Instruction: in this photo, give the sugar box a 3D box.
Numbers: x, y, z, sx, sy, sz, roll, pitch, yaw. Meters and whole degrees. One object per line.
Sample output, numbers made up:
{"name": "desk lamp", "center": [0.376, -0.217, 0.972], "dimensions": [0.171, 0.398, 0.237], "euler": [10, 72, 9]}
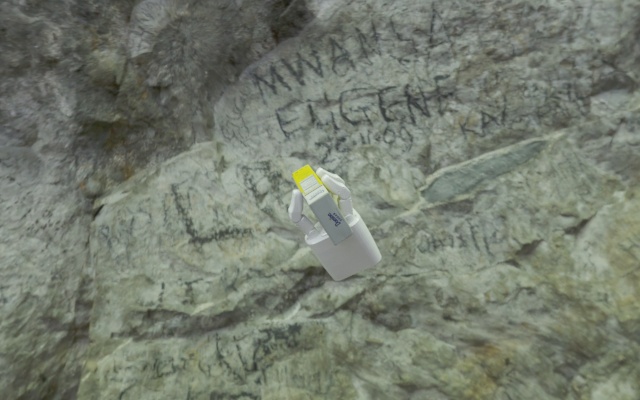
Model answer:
{"name": "sugar box", "center": [0.001, 0.003, 0.866], "dimensions": [0.048, 0.093, 0.176], "euler": [-34, 24, -2]}
